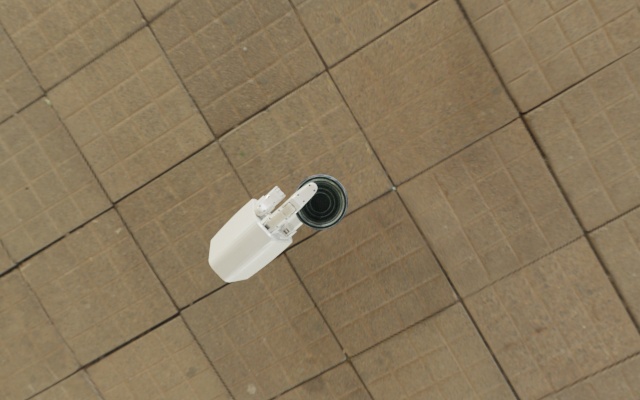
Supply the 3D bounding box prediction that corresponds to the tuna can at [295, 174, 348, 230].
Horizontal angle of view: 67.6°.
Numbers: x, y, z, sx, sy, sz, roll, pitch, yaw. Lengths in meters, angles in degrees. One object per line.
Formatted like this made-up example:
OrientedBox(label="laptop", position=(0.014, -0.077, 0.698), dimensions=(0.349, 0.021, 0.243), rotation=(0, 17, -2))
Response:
OrientedBox(label="tuna can", position=(0.000, 0.002, 0.742), dimensions=(0.086, 0.086, 0.034), rotation=(0, 4, 2))
